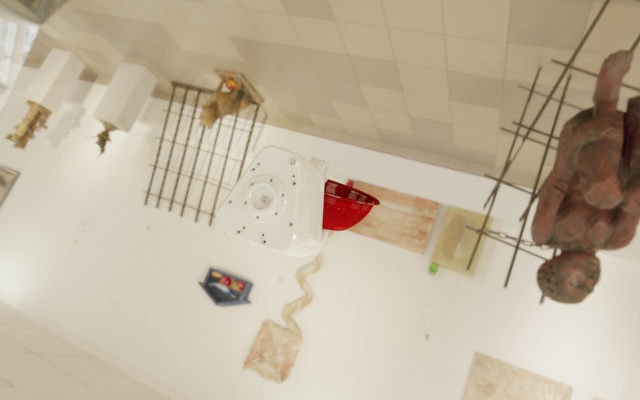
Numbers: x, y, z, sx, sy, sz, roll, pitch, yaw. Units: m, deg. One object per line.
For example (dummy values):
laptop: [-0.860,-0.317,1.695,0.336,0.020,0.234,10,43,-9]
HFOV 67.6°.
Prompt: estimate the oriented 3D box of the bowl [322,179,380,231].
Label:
bowl: [0.001,0.003,0.682,0.162,0.055,0.162,17,9,-3]
